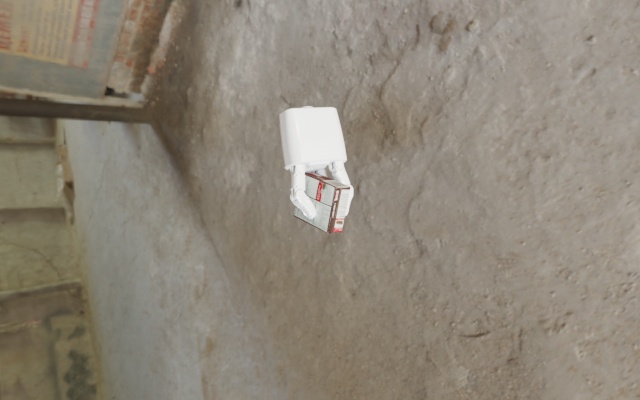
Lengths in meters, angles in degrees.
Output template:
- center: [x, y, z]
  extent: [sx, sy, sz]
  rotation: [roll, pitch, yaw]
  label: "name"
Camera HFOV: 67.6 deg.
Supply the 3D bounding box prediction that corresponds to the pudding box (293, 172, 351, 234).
- center: [0.000, 0.003, 0.890]
  extent: [0.039, 0.090, 0.113]
  rotation: [-1, 17, -38]
  label: "pudding box"
